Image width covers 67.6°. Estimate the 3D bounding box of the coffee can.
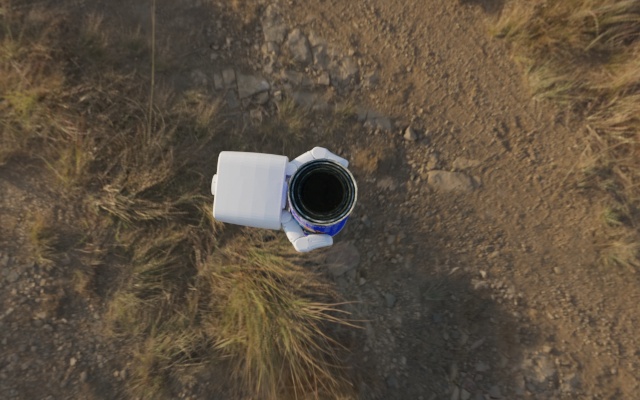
[{"bbox_3d":[0.000,0.003,0.761,0.103,0.102,0.140,0,-13,-3],"label":"coffee can"}]
